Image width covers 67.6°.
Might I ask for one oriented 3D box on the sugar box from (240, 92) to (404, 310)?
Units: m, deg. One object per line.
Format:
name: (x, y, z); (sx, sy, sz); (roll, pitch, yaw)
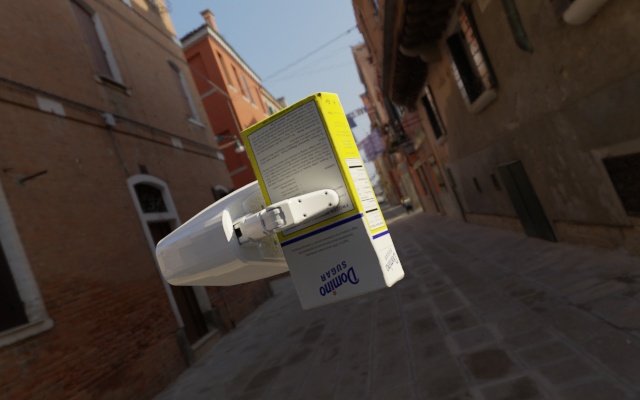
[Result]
sugar box: (0.000, 0.001, 0.433); (0.093, 0.176, 0.048); (-22, -2, 30)
